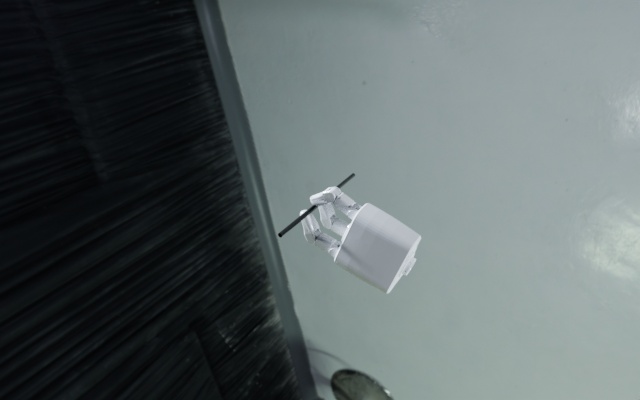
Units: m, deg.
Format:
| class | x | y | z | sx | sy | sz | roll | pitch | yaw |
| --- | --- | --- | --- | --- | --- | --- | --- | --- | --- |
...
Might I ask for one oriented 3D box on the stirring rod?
| class | x | y | z | sx | sy | sz | roll | pitch | yaw |
| --- | --- | --- | --- | --- | --- | --- | --- | --- | --- |
| stirring rod | 0.000 | 0.003 | 0.840 | 0.011 | 0.011 | 0.239 | 0 | 26 | 36 |
